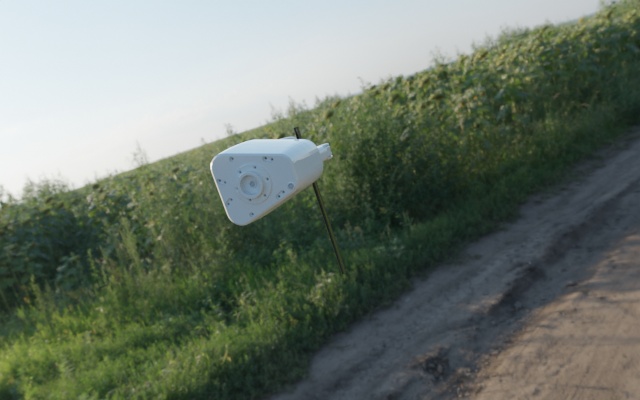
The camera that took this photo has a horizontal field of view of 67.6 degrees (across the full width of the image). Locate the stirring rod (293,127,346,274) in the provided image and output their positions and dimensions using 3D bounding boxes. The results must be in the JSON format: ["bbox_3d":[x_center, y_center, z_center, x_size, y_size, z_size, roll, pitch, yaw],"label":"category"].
[{"bbox_3d":[0.000,0.003,0.740,0.011,0.239,0.011,-18,9,3],"label":"stirring rod"}]
